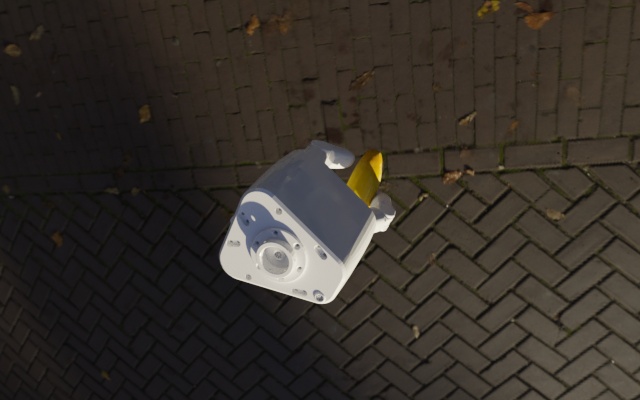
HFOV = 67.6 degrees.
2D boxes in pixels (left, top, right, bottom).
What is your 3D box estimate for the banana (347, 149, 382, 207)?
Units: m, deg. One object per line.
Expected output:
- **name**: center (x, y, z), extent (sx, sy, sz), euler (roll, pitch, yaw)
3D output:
- **banana**: center (0.009, 0.018, 0.571), extent (0.198, 0.069, 0.037), euler (-35, 4, 29)
